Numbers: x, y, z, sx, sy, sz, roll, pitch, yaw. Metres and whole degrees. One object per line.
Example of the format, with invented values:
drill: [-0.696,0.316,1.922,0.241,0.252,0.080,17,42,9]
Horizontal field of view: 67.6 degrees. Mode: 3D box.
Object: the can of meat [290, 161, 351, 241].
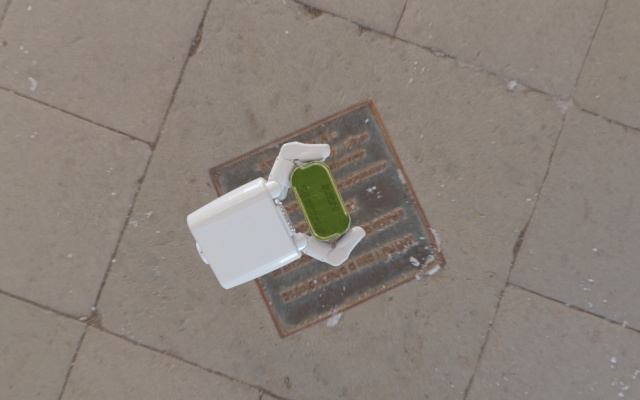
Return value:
can of meat: [0.000,0.002,0.612,0.057,0.102,0.084,-24,-3,0]
